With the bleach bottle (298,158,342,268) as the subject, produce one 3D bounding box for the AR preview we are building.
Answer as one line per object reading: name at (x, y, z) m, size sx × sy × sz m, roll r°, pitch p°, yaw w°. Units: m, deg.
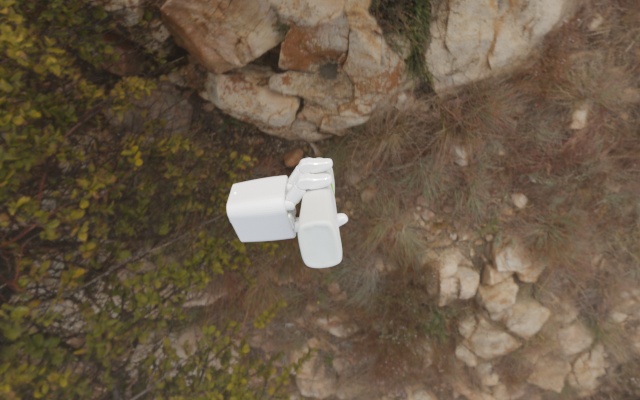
bleach bottle at (0.000, 0.003, 0.875) m, size 0.068 × 0.103 × 0.250 m, roll -7°, pitch 34°, yaw 6°
